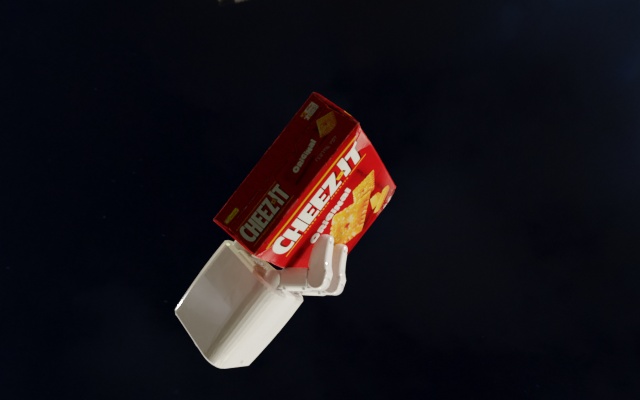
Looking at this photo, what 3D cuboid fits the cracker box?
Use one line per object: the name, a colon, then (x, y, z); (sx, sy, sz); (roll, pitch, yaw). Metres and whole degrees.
cracker box: (0.000, 0.002, 0.552); (0.072, 0.164, 0.214); (37, -1, 24)
